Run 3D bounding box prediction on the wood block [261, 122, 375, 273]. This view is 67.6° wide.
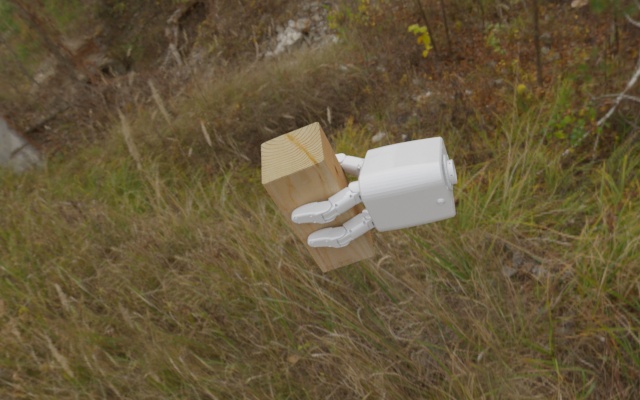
[{"bbox_3d":[0.000,0.002,0.698,0.090,0.090,0.206,-20,-48,12],"label":"wood block"}]
